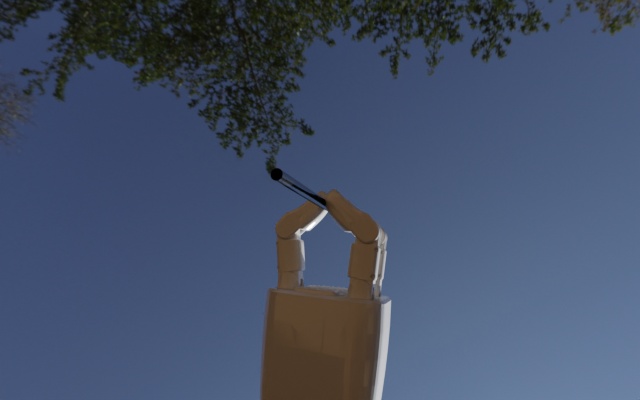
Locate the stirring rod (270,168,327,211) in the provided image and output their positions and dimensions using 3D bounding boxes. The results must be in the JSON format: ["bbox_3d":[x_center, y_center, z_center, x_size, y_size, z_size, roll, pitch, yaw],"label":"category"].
[{"bbox_3d":[0.000,0.001,0.410,0.011,0.011,0.239,0,-8,13],"label":"stirring rod"}]
